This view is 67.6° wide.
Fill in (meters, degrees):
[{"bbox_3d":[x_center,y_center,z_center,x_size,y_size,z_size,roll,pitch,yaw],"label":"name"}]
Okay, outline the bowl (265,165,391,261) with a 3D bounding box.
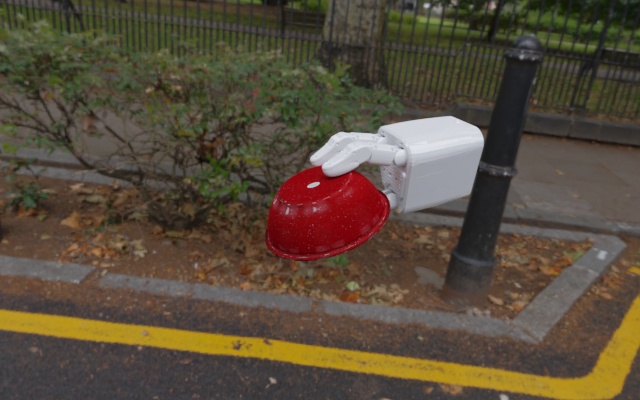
[{"bbox_3d":[-0.001,0.002,0.578,0.162,0.055,0.162,-15,29,8],"label":"bowl"}]
